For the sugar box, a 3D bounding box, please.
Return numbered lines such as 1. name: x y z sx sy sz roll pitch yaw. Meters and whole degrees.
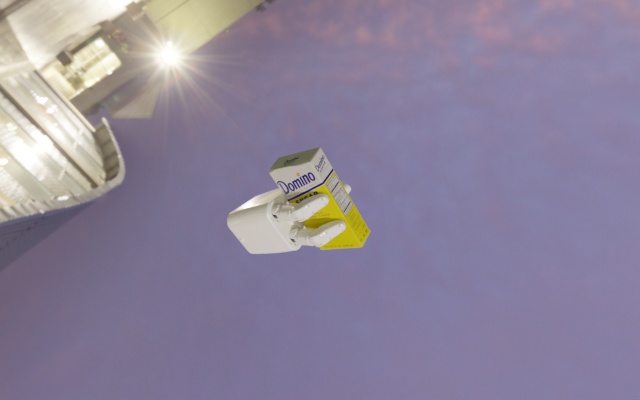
1. sugar box: 0.000 0.003 0.774 0.093 0.176 0.048 -10 36 40
